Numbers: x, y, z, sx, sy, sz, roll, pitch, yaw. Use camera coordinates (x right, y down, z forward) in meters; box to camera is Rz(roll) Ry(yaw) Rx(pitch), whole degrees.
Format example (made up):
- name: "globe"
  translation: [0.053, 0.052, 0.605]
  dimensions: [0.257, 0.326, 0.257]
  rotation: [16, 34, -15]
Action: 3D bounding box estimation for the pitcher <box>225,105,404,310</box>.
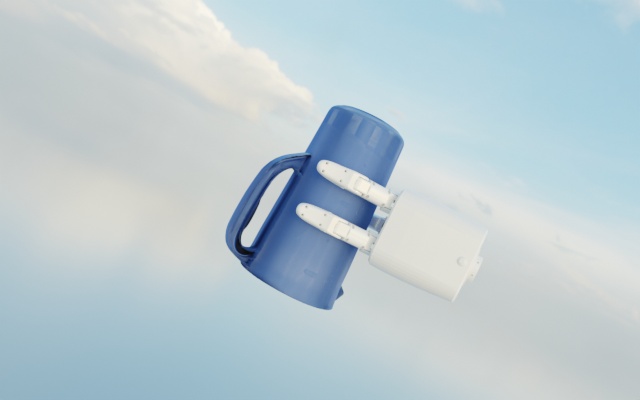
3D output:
- name: "pitcher"
  translation: [0.000, 0.002, 0.609]
  dimensions: [0.145, 0.243, 0.149]
  rotation: [26, -1, 17]
